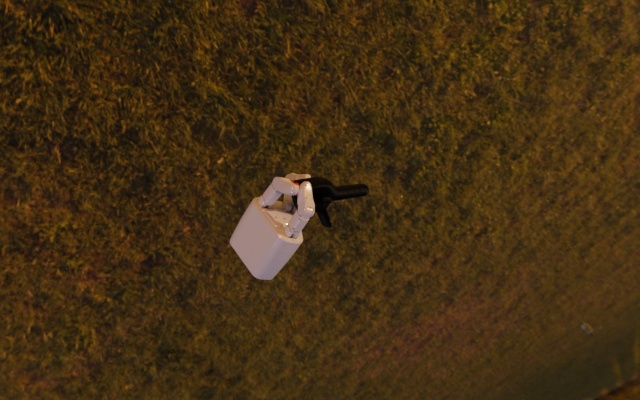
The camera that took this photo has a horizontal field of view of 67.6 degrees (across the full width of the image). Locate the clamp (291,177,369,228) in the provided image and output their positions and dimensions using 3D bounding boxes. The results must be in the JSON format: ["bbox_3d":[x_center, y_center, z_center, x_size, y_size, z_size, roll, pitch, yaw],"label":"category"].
[{"bbox_3d":[0.000,0.003,0.890,0.171,0.120,0.039,11,35,-40],"label":"clamp"}]
